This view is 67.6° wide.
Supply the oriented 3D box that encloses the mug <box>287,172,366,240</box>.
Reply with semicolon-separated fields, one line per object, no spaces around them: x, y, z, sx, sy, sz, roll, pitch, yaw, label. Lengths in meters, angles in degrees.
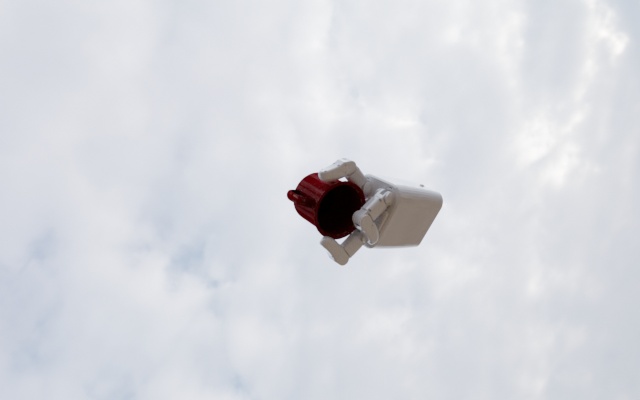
-0.001;0.002;0.740;0.117;0.093;0.081;8;13;-35;mug
